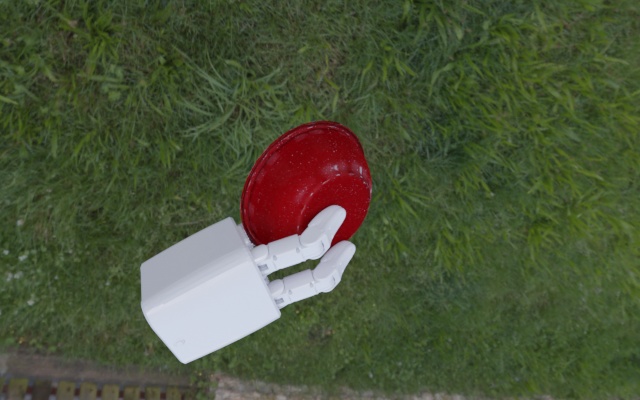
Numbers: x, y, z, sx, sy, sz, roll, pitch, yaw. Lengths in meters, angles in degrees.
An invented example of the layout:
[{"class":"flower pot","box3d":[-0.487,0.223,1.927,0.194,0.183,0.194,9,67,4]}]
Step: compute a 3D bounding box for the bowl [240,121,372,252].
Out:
[{"class":"bowl","box3d":[0.001,0.001,0.501,0.162,0.162,0.055,0,28,-40]}]
